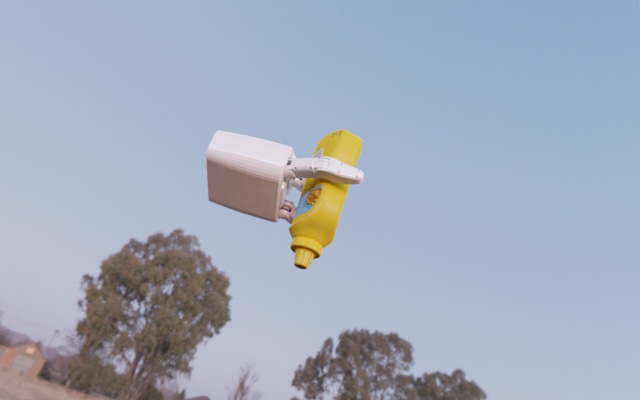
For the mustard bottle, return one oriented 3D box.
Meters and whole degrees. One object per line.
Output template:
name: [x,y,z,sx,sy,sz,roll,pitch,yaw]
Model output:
mustard bottle: [0.000,0.002,0.643,0.058,0.191,0.096,28,-29,-18]
